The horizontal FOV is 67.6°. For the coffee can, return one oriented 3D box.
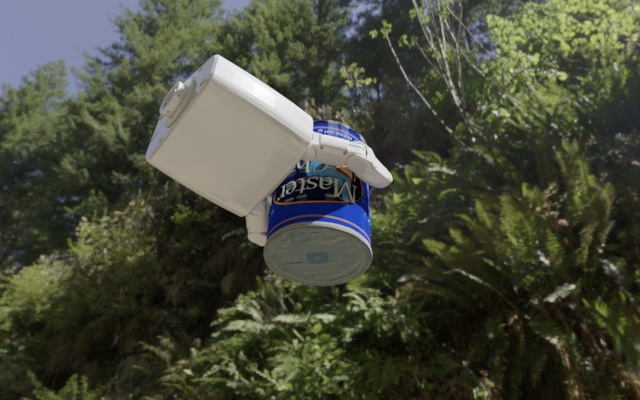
[{"bbox_3d":[0.000,0.002,0.493,0.103,0.140,0.103,2,-39,1],"label":"coffee can"}]
